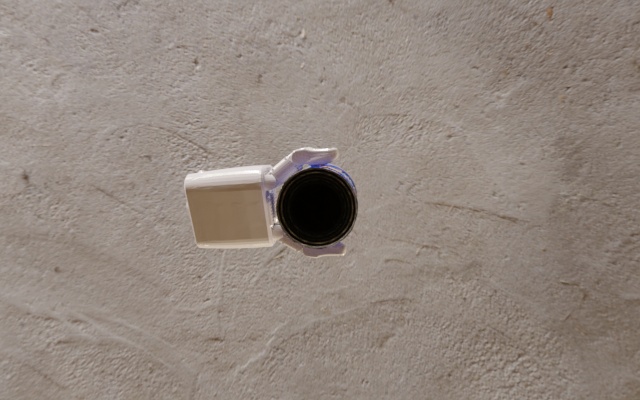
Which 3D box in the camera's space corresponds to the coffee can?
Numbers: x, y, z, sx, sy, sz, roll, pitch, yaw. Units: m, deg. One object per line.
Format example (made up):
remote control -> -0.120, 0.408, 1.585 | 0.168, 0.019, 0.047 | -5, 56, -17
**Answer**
coffee can -> 0.000, 0.002, 0.658 | 0.103, 0.103, 0.140 | 0, 6, 4
